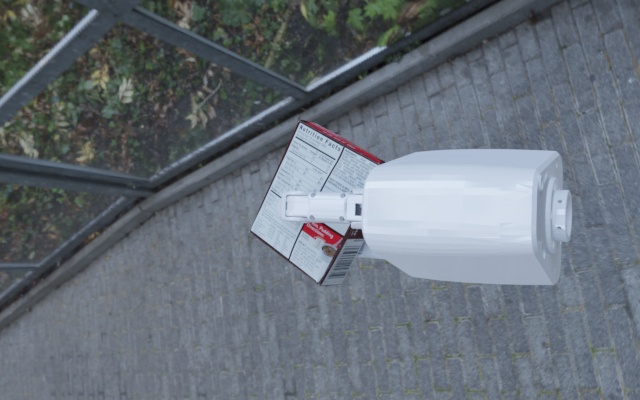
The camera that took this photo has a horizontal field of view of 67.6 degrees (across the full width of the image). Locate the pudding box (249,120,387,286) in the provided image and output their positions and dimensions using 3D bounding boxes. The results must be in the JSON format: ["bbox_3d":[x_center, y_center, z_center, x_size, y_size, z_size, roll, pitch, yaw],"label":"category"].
[{"bbox_3d":[0.000,0.001,0.400,0.090,0.113,0.039,34,13,30],"label":"pudding box"}]
